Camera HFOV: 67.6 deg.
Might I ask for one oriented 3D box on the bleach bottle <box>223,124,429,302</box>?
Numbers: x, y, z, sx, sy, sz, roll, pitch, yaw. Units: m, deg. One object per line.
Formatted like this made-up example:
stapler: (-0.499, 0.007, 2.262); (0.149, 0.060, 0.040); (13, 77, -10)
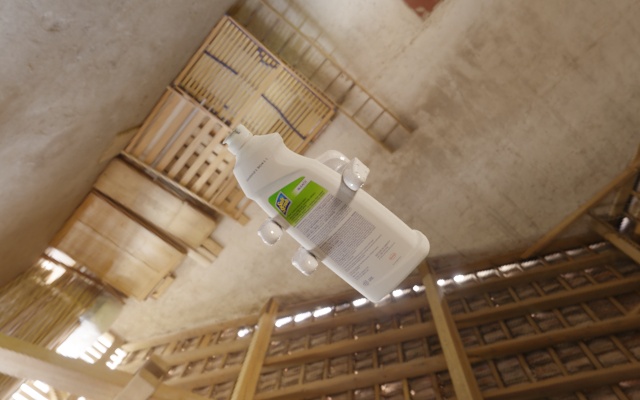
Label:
bleach bottle: (0.000, 0.002, 0.545); (0.251, 0.102, 0.068); (41, 9, -9)
